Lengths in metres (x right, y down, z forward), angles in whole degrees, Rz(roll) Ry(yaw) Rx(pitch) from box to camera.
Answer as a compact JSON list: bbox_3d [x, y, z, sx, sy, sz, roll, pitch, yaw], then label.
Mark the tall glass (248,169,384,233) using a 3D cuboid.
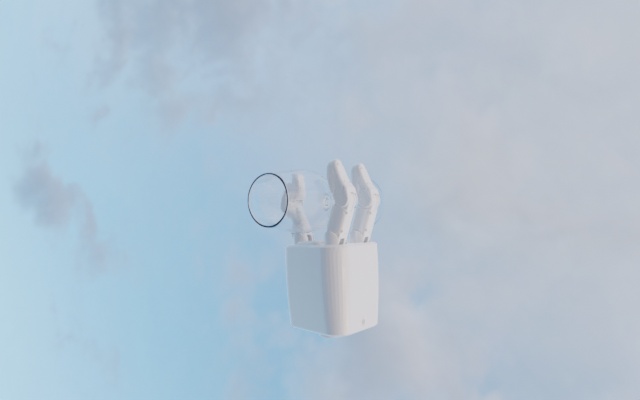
[{"bbox_3d":[0.000,0.002,0.610,0.079,0.079,0.201,0,-2,37],"label":"tall glass"}]
